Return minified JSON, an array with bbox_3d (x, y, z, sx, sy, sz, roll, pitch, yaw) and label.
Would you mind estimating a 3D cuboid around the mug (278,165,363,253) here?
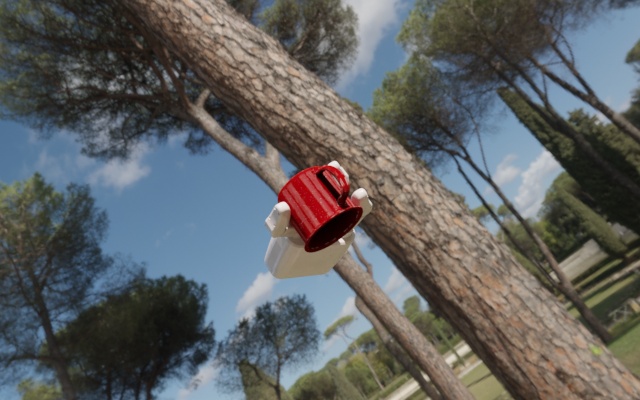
[{"bbox_3d":[0.000,0.001,0.628,0.093,0.081,0.117,-20,-27,-37],"label":"mug"}]
